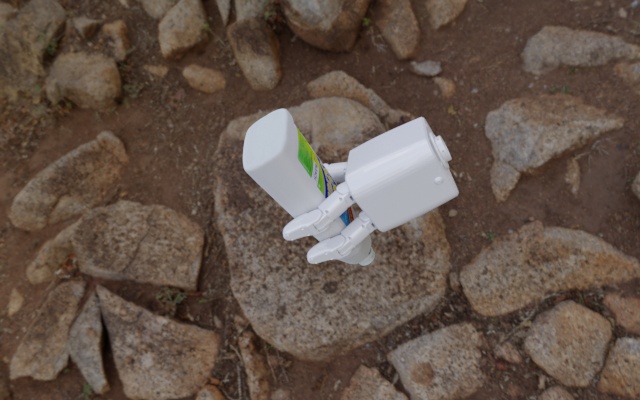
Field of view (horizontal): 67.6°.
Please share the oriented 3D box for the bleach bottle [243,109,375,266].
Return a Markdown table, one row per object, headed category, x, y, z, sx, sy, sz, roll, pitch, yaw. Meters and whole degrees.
| category | x | y | z | sx | sy | sz | roll | pitch | yaw |
| --- | --- | --- | --- | --- | --- | --- | --- | --- | --- |
| bleach bottle | 0.000 | 0.002 | 0.635 | 0.068 | 0.102 | 0.251 | -26 | -51 | 20 |
